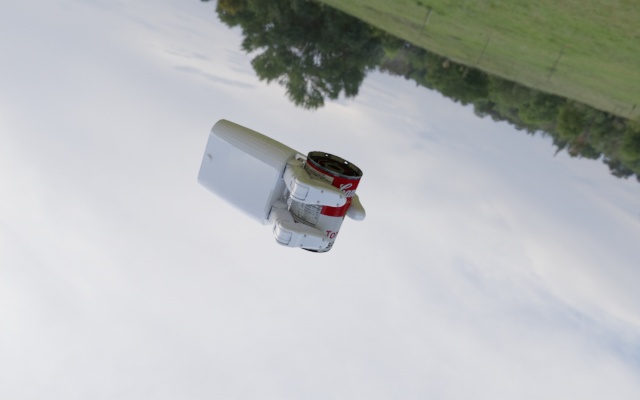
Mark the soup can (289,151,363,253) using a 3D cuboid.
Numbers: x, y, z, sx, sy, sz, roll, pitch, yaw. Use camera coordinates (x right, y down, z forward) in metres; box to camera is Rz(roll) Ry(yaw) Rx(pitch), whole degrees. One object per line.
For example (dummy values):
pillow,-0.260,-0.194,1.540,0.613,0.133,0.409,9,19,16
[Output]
soup can,0.000,0.002,0.562,0.068,0.102,0.068,19,20,-7
